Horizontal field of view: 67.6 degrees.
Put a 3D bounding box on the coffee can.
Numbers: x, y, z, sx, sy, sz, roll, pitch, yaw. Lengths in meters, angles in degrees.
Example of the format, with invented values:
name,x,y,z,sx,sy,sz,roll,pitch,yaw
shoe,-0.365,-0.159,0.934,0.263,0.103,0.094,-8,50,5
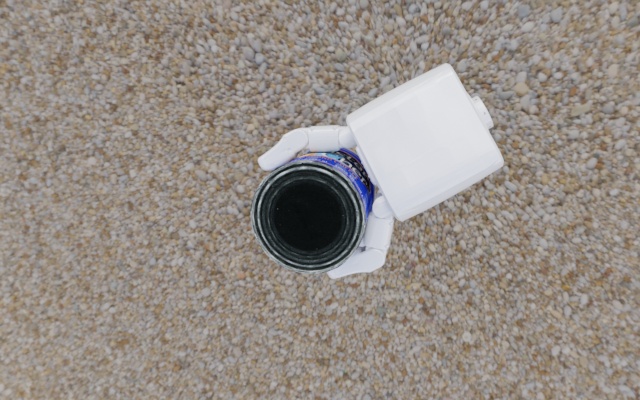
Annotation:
name,x,y,z,sx,sy,sz,roll,pitch,yaw
coffee can,0.000,0.002,0.480,0.103,0.103,0.140,0,12,10
